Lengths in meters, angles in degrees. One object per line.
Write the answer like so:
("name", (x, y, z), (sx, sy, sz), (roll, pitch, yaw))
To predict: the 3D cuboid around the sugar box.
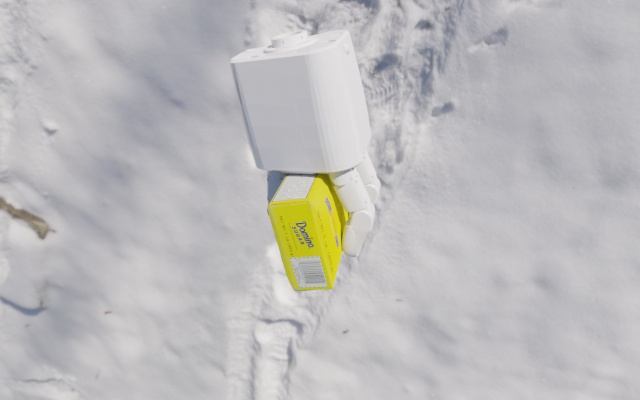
("sugar box", (0.001, 0.001, 0.485), (0.048, 0.093, 0.176), (-5, 28, 17))
